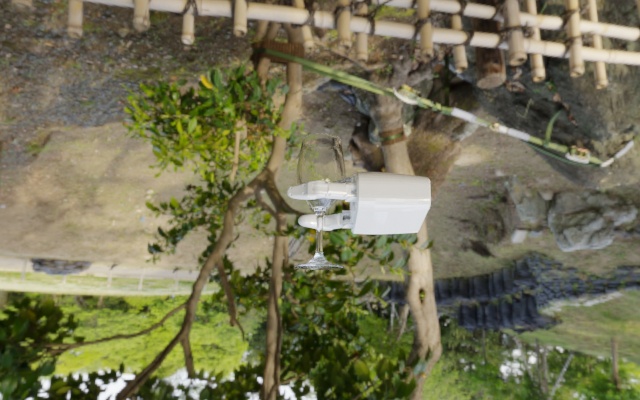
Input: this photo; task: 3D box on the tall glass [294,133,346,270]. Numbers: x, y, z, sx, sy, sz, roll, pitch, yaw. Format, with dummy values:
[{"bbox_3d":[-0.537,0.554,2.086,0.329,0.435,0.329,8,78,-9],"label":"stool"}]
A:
[{"bbox_3d":[0.000,0.003,0.728,0.079,0.201,0.079,1,-12,0],"label":"tall glass"}]
